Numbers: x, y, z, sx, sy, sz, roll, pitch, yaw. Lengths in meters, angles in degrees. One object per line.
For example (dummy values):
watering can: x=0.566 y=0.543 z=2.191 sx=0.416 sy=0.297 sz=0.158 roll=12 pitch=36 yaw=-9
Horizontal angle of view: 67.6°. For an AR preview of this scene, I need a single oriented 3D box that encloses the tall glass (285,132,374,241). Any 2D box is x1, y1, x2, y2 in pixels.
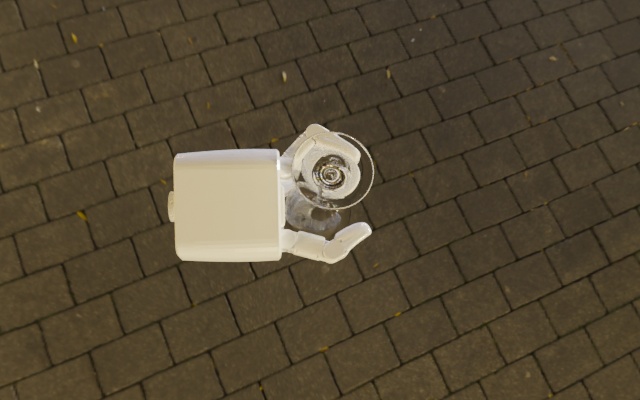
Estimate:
tall glass: x=0.000 y=0.002 z=0.517 sx=0.079 sy=0.079 sz=0.201 roll=0 pitch=-17 yaw=-6
